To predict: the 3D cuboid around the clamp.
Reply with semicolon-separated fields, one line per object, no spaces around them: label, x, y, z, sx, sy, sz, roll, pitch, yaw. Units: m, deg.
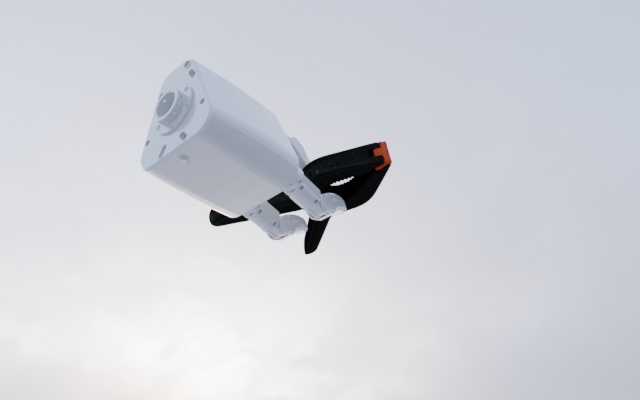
clamp;0.000;0.001;0.553;0.210;0.036;0.165;-29;-35;26
